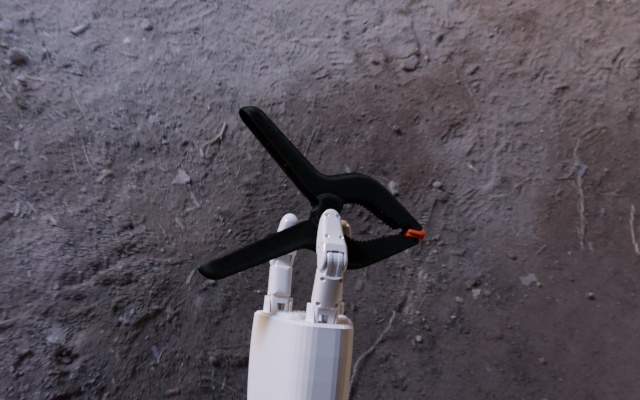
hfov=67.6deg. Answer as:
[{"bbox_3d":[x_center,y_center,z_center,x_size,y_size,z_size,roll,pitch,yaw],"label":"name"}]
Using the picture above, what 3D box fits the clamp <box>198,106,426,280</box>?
[{"bbox_3d":[0.001,0.002,0.456,0.210,0.164,0.036,8,-10,-14],"label":"clamp"}]
